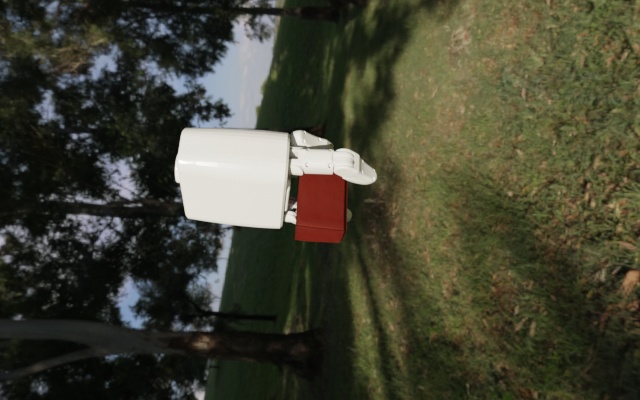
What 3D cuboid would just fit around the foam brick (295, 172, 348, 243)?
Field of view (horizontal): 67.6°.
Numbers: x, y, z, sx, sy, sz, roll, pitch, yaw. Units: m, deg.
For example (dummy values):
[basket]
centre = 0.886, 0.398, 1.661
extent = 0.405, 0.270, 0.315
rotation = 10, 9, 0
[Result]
[foam brick]
centre = 0.000, 0.002, 0.509
extent = 0.051, 0.078, 0.053
rotation = 4, -21, -5
